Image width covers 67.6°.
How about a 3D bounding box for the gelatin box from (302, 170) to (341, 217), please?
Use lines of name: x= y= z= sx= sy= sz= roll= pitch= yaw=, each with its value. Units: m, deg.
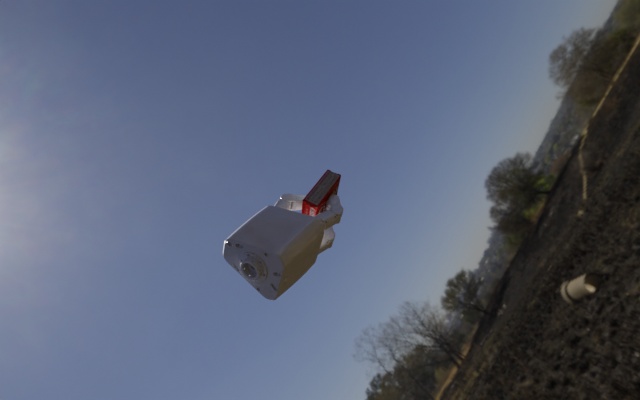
gelatin box: x=0.000 y=0.002 z=0.811 sx=0.030 sy=0.073 sz=0.089 roll=25 pitch=50 yaw=14
